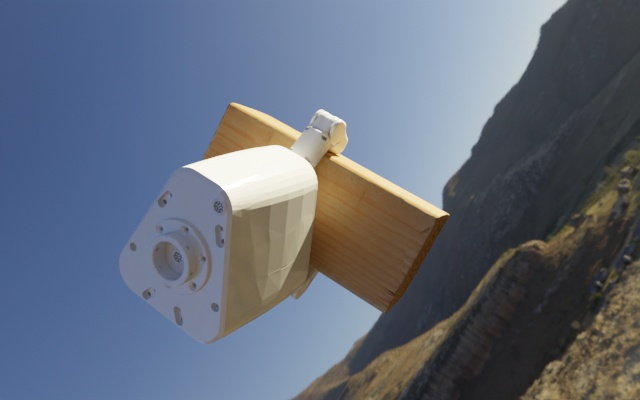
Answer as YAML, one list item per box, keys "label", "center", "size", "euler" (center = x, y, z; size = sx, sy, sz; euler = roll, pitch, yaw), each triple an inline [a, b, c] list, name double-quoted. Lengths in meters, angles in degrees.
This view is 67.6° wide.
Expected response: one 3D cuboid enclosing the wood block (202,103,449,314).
- label: "wood block"
  center: [0.000, 0.001, 0.435]
  size: [0.206, 0.091, 0.090]
  euler: [31, 10, 18]
